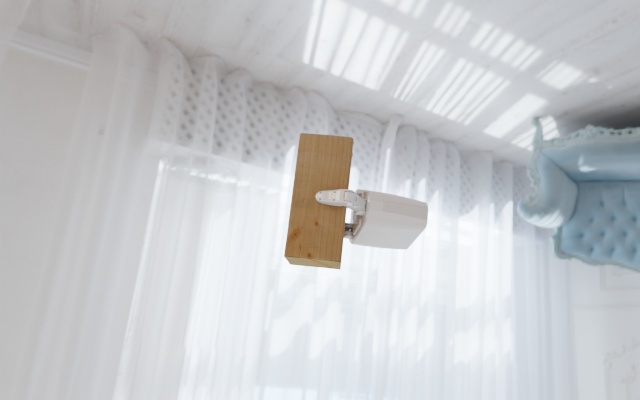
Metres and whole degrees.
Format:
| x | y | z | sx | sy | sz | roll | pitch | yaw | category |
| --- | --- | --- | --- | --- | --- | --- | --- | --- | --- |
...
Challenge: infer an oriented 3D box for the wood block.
| x | y | z | sx | sy | sz | roll | pitch | yaw | category |
| --- | --- | --- | --- | --- | --- | --- | --- | --- | --- |
| 0.000 | 0.003 | 0.794 | 0.090 | 0.206 | 0.091 | 5 | -15 | 4 | wood block |
